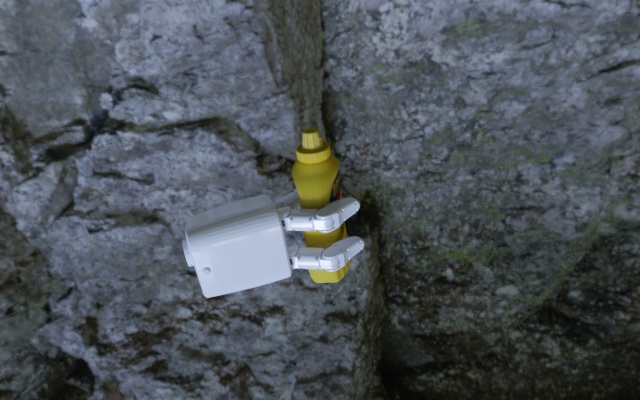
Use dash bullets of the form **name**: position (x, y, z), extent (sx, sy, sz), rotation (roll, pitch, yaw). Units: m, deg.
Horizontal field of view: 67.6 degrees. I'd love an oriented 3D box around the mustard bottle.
- **mustard bottle**: position (0.000, 0.002, 0.600), extent (0.058, 0.192, 0.096), rotation (-3, 29, 11)
